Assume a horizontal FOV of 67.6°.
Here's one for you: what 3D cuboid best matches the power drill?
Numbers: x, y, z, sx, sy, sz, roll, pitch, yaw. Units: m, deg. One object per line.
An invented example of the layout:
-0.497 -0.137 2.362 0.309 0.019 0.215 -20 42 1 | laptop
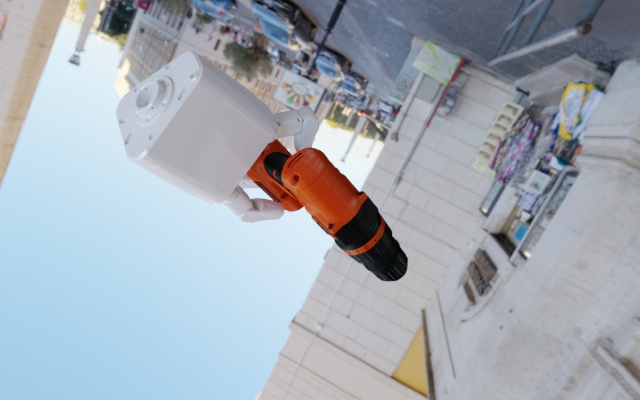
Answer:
0.000 0.001 0.521 0.184 0.057 0.187 49 -11 -32 | power drill
